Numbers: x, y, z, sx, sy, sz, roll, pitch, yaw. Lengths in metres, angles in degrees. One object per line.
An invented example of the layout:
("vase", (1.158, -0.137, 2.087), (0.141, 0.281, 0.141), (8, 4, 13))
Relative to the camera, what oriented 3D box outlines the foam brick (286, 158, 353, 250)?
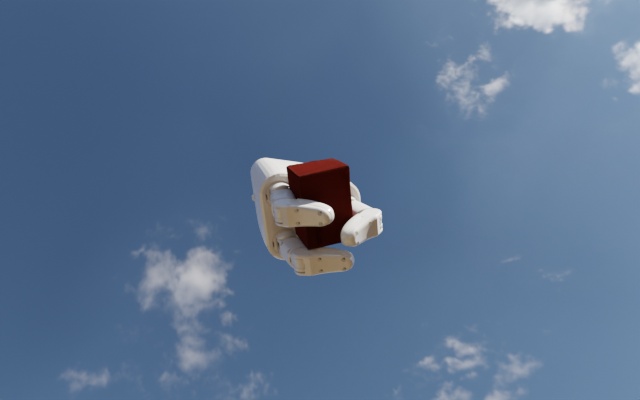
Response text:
("foam brick", (0.000, 0.001, 0.480), (0.053, 0.078, 0.051), (-11, 19, -14))
